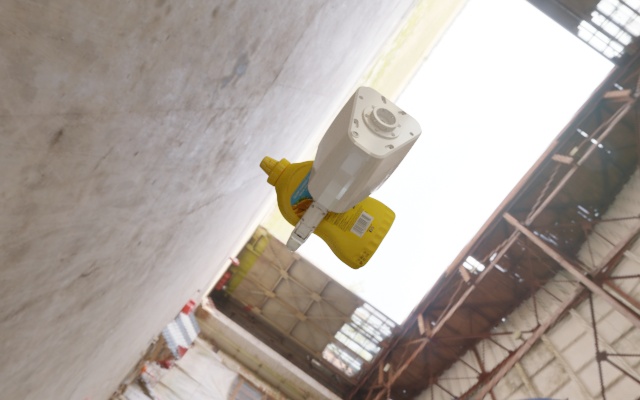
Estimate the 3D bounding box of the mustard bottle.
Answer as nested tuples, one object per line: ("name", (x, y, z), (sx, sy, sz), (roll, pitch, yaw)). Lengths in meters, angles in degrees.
("mustard bottle", (0.000, 0.002, 0.641), (0.191, 0.096, 0.058), (36, -18, 0))
